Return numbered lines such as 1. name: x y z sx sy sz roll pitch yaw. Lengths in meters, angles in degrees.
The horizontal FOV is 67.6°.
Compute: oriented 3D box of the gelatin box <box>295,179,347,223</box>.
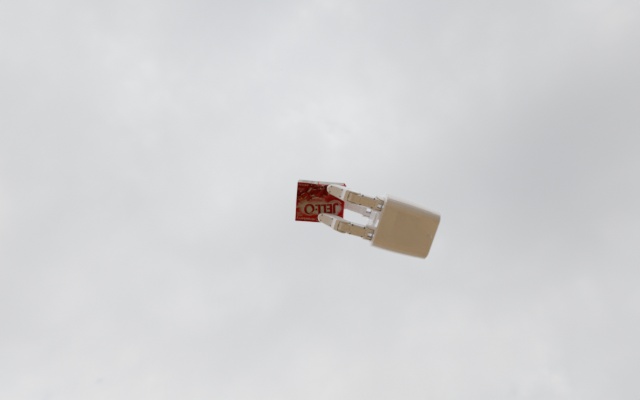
1. gelatin box: 0.000 0.003 0.868 0.089 0.073 0.030 5 13 2
